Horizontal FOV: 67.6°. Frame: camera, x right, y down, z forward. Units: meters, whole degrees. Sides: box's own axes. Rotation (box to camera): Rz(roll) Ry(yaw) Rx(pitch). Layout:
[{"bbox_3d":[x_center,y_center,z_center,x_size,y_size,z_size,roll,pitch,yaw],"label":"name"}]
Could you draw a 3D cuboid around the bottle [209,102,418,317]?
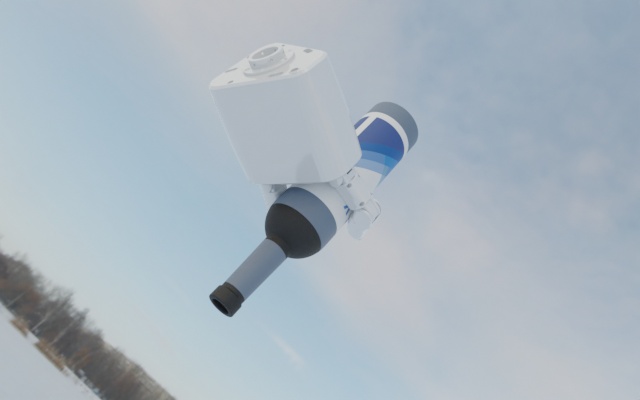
[{"bbox_3d":[0.000,0.002,0.489,0.069,0.069,0.295,0,38,48],"label":"bottle"}]
